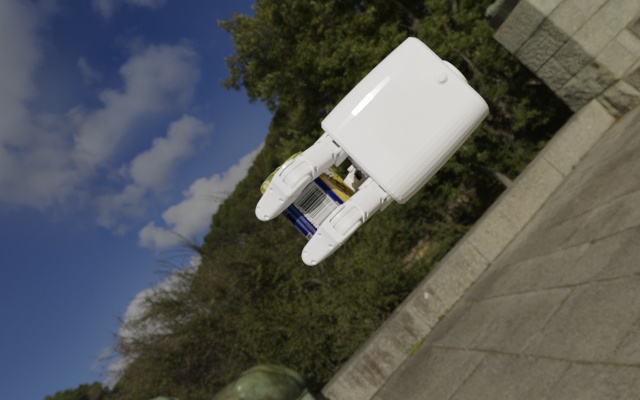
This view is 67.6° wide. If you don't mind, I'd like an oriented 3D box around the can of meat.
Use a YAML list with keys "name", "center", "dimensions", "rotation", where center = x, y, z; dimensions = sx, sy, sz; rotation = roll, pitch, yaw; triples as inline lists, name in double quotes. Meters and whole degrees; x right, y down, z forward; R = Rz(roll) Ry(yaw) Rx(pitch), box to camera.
- name: "can of meat"
  center: [0.000, 0.001, 0.451]
  dimensions: [0.057, 0.084, 0.102]
  rotation: [-46, -7, 11]
